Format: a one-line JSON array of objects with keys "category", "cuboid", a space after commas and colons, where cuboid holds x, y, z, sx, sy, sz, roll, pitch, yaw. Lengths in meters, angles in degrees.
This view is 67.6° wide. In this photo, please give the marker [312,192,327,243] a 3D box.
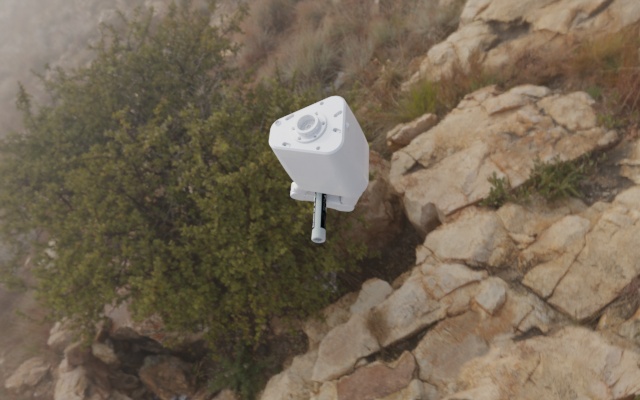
[{"category": "marker", "cuboid": [0.000, 0.002, 0.687, 0.020, 0.121, 0.020, 3, -29, 1]}]
